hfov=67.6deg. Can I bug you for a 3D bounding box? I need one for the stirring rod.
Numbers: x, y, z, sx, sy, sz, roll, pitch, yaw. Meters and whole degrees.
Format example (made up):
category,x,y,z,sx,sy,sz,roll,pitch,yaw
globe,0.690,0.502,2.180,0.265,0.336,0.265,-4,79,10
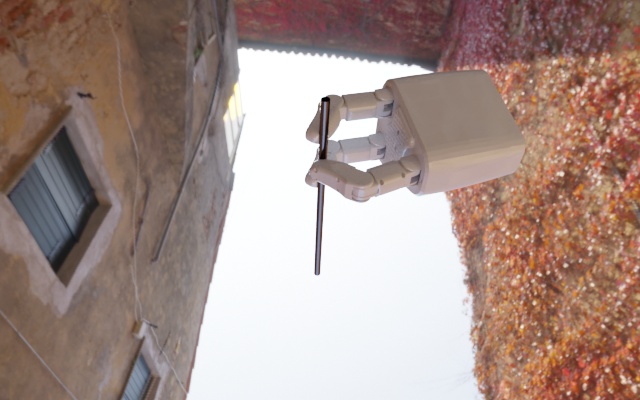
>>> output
category,x,y,z,sx,sy,sz,roll,pitch,yaw
stirring rod,0.000,0.001,0.473,0.011,0.011,0.240,0,-44,-3
